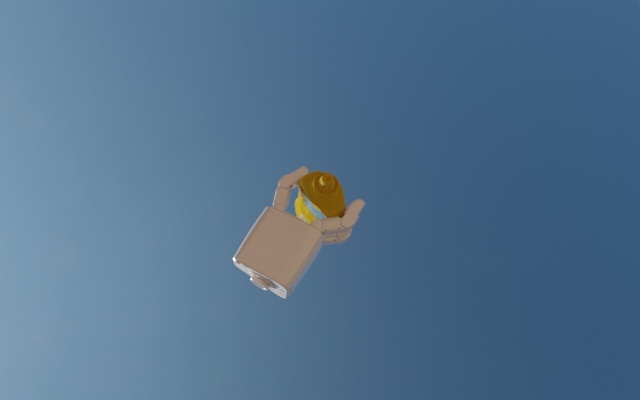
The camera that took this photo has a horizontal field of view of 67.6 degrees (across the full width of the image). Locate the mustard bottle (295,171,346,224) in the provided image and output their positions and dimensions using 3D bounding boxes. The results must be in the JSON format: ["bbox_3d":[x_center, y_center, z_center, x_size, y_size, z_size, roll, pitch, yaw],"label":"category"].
[{"bbox_3d":[0.000,0.003,0.816,0.058,0.096,0.192,-32,-15,-17],"label":"mustard bottle"}]
